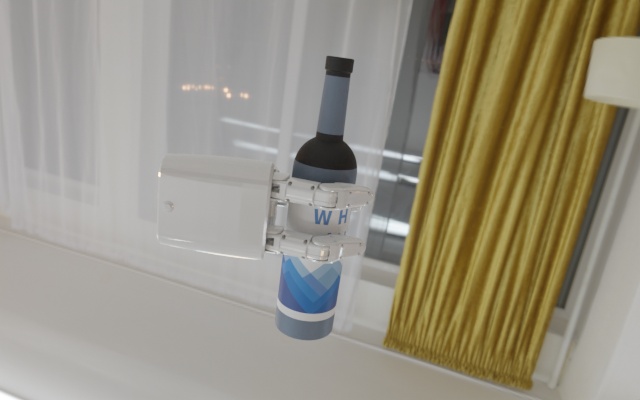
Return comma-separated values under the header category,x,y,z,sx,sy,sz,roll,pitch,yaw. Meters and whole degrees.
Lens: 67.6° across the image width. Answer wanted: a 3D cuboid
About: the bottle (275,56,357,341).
category,x,y,z,sx,sy,sz,roll,pitch,yaw
bottle,0.000,0.002,0.503,0.069,0.296,0.069,7,17,-2
